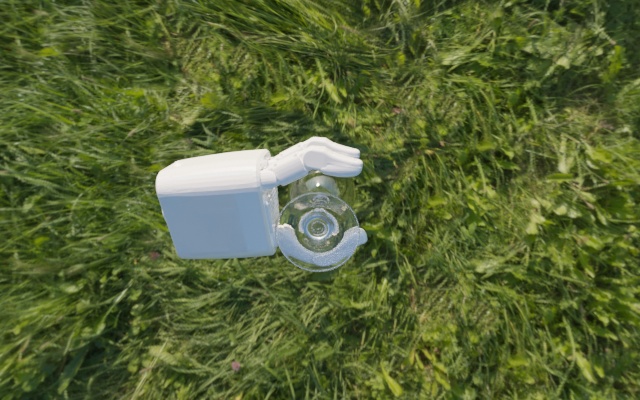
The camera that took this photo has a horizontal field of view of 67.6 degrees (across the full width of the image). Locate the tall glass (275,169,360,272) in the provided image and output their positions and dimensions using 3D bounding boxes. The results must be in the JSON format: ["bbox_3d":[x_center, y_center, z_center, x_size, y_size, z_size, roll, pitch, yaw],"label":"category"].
[{"bbox_3d":[0.000,0.002,0.513,0.079,0.079,0.201,0,16,2],"label":"tall glass"}]
